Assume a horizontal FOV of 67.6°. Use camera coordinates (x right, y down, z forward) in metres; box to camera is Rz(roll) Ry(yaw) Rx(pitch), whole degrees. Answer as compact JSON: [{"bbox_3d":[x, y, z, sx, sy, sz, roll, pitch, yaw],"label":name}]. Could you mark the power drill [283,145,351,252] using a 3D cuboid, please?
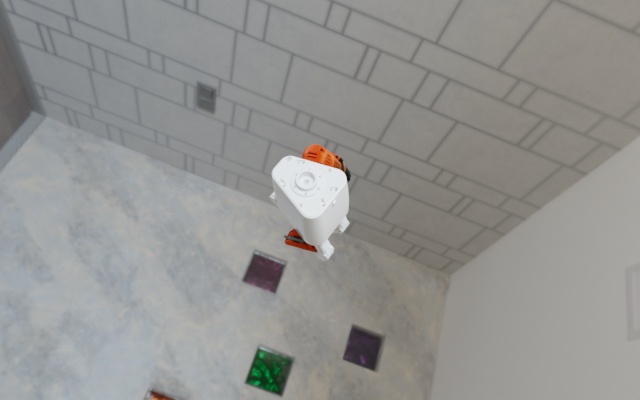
[{"bbox_3d":[0.000,0.003,0.892,0.057,0.187,0.184,10,-6,24],"label":"power drill"}]
